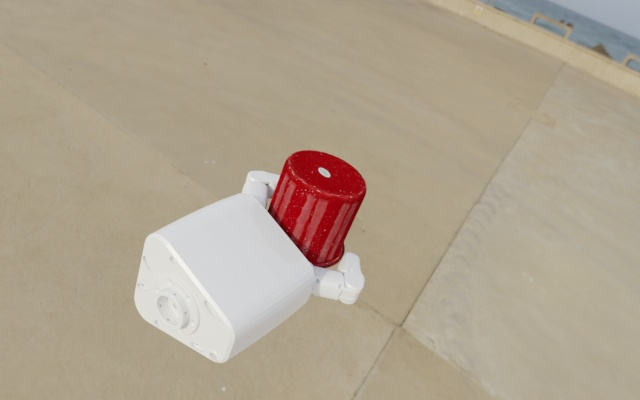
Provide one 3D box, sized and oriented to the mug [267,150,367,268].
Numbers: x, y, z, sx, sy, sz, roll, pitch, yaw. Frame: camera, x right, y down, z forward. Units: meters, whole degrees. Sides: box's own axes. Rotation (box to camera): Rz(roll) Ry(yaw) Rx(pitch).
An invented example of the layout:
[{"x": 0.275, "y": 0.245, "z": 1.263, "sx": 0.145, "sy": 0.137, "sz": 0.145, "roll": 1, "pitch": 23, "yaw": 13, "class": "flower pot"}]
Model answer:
[{"x": 0.001, "y": 0.001, "z": 0.473, "sx": 0.093, "sy": 0.081, "sz": 0.117, "roll": 34, "pitch": 33, "yaw": 18, "class": "mug"}]
